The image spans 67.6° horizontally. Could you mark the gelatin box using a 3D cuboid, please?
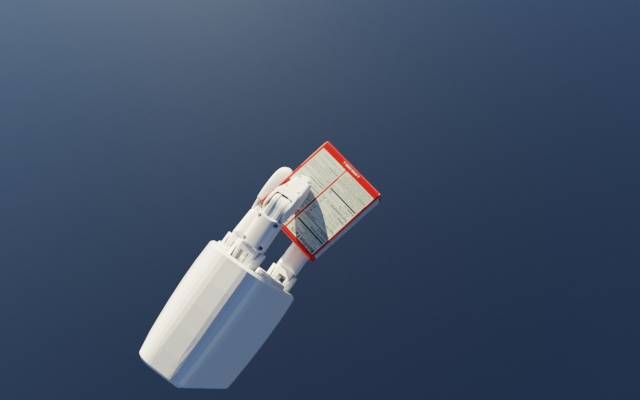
[{"bbox_3d":[0.000,0.001,0.448,0.089,0.073,0.030,-42,-14,-5],"label":"gelatin box"}]
